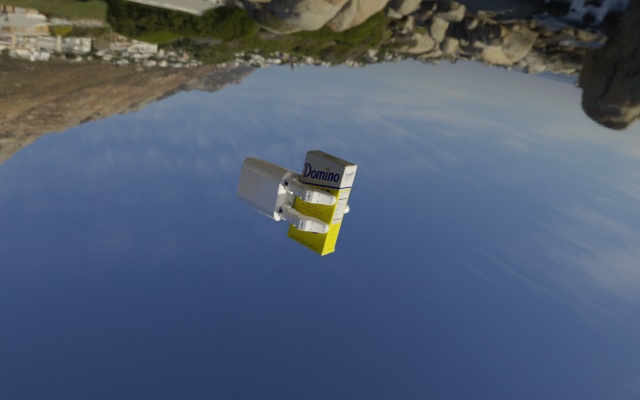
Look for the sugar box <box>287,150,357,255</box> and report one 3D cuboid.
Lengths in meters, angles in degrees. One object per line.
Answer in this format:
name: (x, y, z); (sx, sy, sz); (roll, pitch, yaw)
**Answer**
sugar box: (0.000, 0.003, 0.892); (0.093, 0.176, 0.048); (25, 23, 31)
